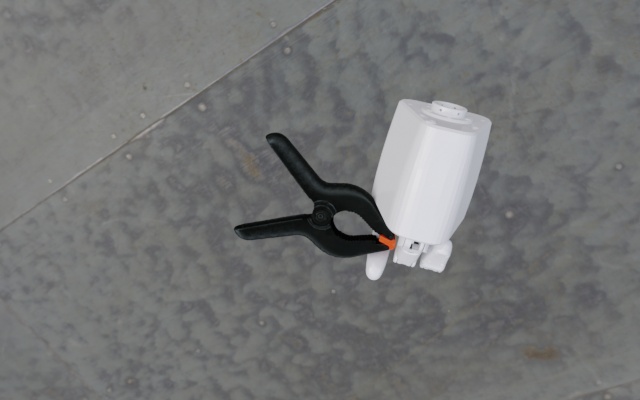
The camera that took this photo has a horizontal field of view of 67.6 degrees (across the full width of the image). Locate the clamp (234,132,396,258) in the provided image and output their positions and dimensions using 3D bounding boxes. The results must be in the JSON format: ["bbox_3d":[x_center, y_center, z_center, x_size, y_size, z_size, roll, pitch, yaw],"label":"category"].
[{"bbox_3d":[0.000,0.002,0.498,0.171,0.120,0.039,13,20,3],"label":"clamp"}]
